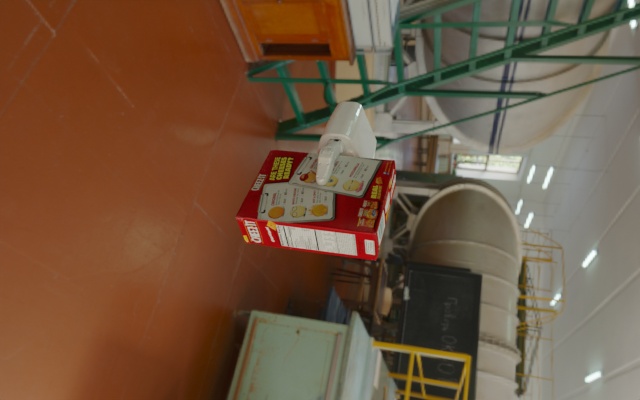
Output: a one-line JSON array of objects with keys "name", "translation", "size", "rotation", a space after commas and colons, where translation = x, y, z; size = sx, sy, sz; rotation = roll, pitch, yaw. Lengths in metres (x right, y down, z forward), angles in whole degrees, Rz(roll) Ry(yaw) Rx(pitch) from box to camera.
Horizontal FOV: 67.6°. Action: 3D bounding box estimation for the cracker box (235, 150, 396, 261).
[{"name": "cracker box", "translation": [0.000, 0.002, 0.750], "size": [0.213, 0.072, 0.164], "rotation": [6, 45, 16]}]
